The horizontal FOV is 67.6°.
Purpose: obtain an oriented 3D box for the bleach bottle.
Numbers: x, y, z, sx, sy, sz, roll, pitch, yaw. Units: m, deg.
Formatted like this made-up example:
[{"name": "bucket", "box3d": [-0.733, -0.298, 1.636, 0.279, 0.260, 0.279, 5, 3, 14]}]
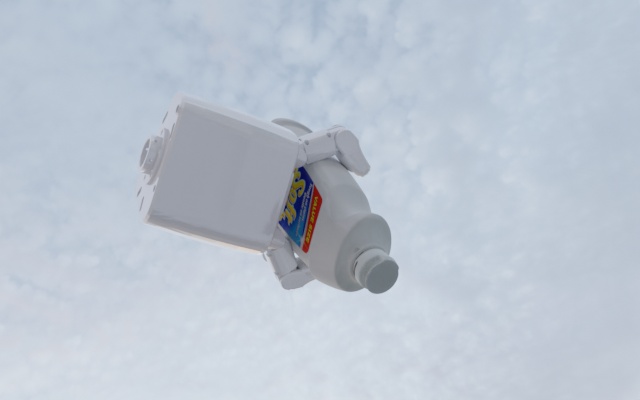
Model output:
[{"name": "bleach bottle", "box3d": [0.000, 0.002, 0.453, 0.068, 0.102, 0.250, 18, 14, -31]}]
